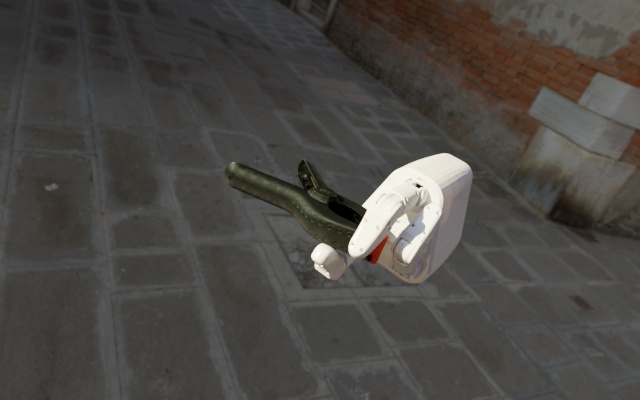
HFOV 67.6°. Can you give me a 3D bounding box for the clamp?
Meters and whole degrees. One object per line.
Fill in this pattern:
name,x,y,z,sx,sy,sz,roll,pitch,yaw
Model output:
clamp,0.000,0.001,0.479,0.171,0.039,0.120,33,32,23
